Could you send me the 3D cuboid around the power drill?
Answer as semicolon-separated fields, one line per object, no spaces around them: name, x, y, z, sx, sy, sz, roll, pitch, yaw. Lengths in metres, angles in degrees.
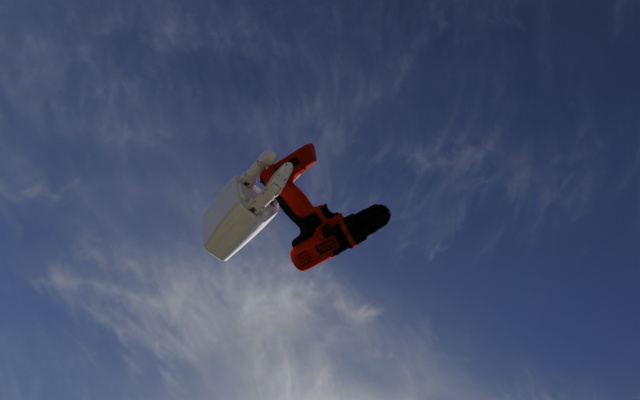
power drill;0.000;0.002;0.796;0.184;0.187;0.057;-30;1;5
